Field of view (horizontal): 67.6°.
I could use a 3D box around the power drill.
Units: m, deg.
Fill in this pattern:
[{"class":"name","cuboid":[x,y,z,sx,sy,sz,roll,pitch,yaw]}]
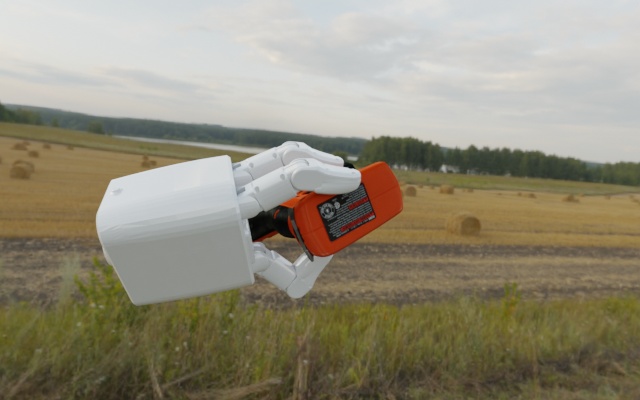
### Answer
[{"class":"power drill","cuboid":[0.000,0.002,0.498,0.184,0.057,0.187,-30,11,-24]}]
